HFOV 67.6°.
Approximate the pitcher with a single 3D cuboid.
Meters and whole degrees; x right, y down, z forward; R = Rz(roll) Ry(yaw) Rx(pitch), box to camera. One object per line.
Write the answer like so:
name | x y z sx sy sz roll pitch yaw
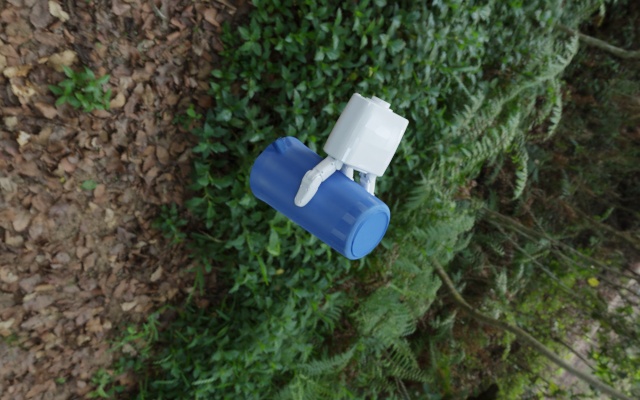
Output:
pitcher | 0.000 0.003 0.845 0.242 0.145 0.149 36 15 33
